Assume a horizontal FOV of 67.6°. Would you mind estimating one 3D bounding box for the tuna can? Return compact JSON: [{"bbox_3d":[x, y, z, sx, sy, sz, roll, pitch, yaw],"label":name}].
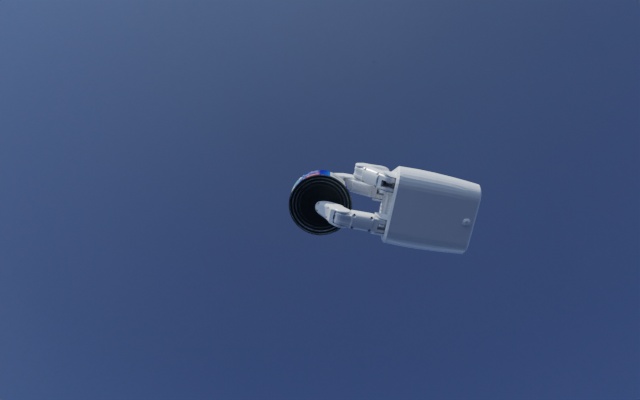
[{"bbox_3d":[0.000,0.002,0.657,0.086,0.086,0.033,0,17,1],"label":"tuna can"}]
